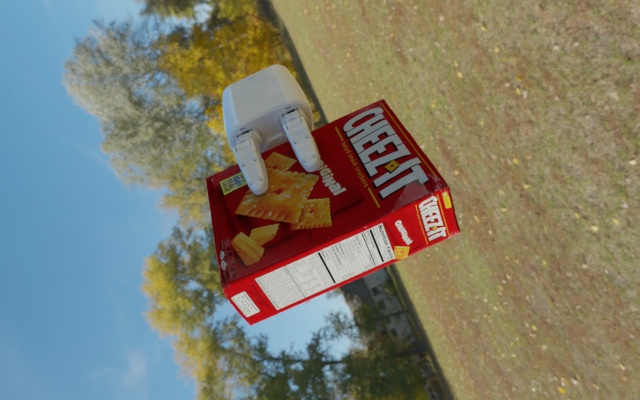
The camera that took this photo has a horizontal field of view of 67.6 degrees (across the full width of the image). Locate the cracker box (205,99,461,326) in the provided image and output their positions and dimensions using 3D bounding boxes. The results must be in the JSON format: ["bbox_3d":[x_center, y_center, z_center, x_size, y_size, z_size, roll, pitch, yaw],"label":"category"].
[{"bbox_3d":[0.000,0.002,0.473,0.214,0.072,0.164,-25,42,2],"label":"cracker box"}]
